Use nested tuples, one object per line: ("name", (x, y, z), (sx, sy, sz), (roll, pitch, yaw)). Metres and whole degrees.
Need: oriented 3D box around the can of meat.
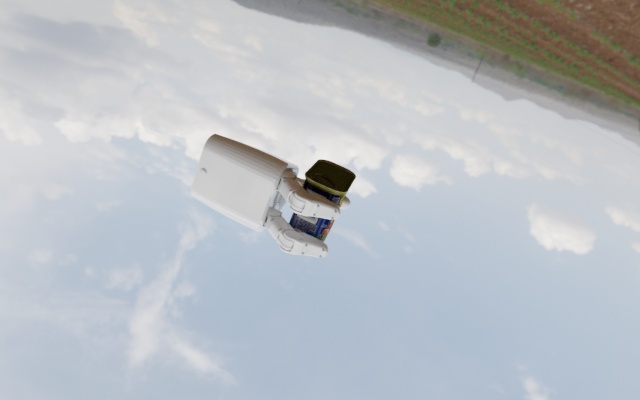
("can of meat", (0.000, 0.002, 0.628), (0.057, 0.084, 0.102), (24, 22, 4))
